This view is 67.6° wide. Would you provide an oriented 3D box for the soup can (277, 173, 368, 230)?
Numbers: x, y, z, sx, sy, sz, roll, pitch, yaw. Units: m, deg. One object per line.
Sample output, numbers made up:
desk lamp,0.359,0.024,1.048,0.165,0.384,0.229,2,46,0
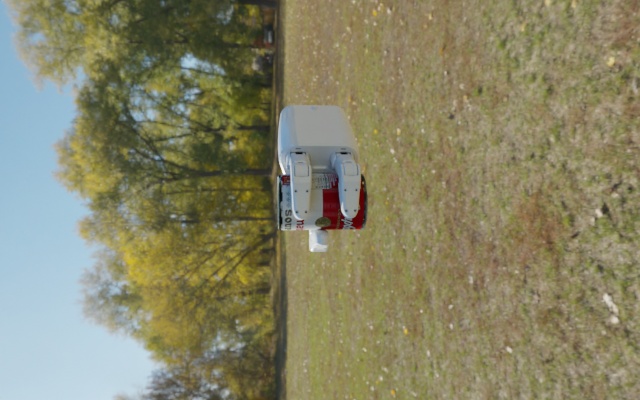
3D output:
soup can,0.000,0.002,0.571,0.102,0.068,0.068,0,0,-7
